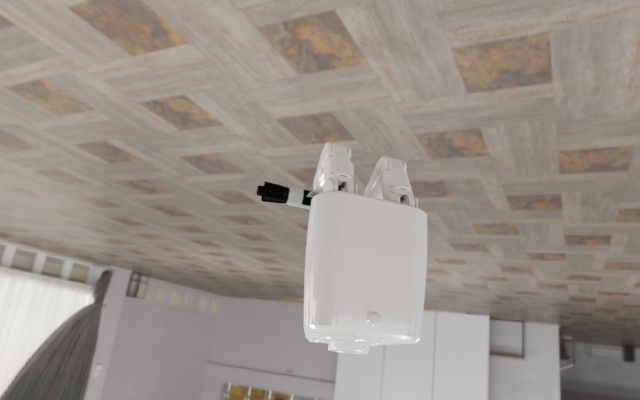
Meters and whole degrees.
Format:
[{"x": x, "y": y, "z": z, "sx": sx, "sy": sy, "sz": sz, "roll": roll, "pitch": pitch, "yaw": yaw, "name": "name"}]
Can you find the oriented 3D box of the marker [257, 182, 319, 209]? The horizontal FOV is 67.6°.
[{"x": 0.000, "y": 0.001, "z": 0.451, "sx": 0.121, "sy": 0.020, "sz": 0.020, "roll": 11, "pitch": -3, "yaw": -13, "name": "marker"}]
